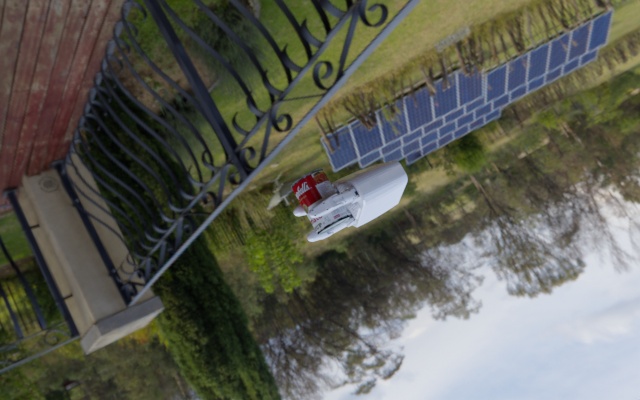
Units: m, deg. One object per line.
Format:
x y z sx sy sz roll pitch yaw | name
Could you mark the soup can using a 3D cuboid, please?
0.000 0.003 0.868 0.068 0.102 0.068 -29 -9 -5 | soup can
